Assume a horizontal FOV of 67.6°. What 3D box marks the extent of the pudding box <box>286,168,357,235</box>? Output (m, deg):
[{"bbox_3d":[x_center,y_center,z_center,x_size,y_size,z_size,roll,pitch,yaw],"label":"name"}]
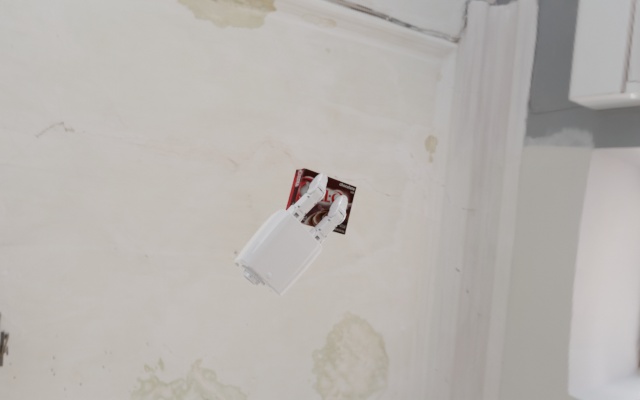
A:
[{"bbox_3d":[0.000,0.003,0.831,0.113,0.090,0.039,18,-8,-30],"label":"pudding box"}]
